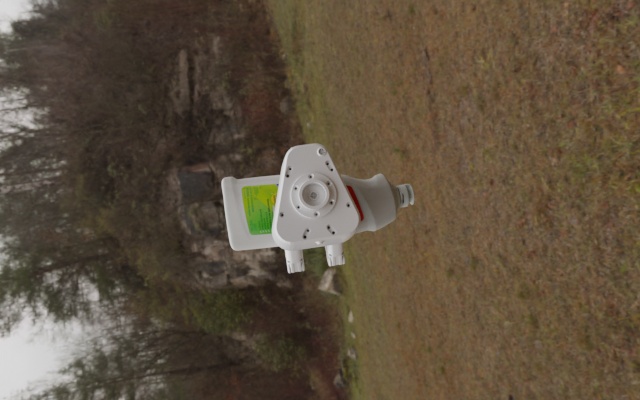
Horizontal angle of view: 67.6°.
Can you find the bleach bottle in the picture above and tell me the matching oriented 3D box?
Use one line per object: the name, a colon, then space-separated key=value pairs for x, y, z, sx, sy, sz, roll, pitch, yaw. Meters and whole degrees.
bleach bottle: x=0.000 y=0.002 z=0.648 sx=0.251 sy=0.102 sz=0.068 roll=-9 pitch=-6 yaw=-5
